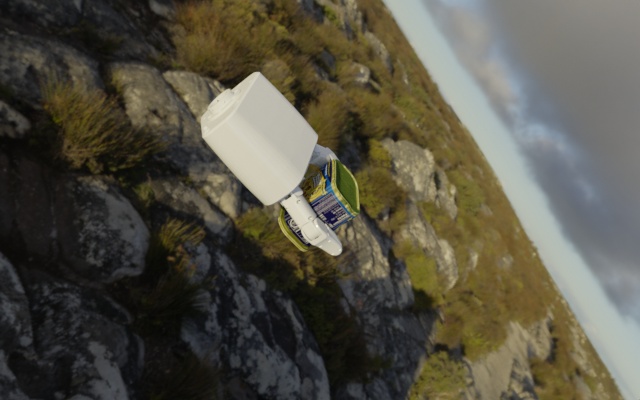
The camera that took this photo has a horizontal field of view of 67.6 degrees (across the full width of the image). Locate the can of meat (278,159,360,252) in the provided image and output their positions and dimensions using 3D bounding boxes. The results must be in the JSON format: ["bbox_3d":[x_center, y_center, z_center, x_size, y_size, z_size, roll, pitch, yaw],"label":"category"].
[{"bbox_3d":[0.000,0.002,0.594,0.084,0.057,0.102,-34,24,19],"label":"can of meat"}]
